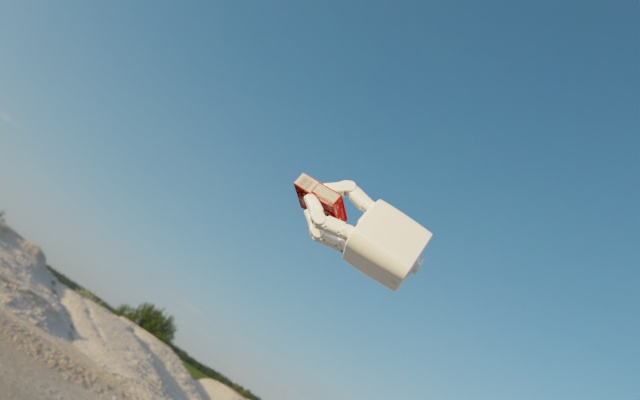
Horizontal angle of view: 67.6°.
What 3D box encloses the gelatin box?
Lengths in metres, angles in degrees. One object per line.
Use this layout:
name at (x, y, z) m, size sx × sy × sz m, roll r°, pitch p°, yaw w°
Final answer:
gelatin box at (0.000, 0.002, 0.809) m, size 0.089 × 0.030 × 0.073 m, roll 32°, pitch -24°, yaw 27°
